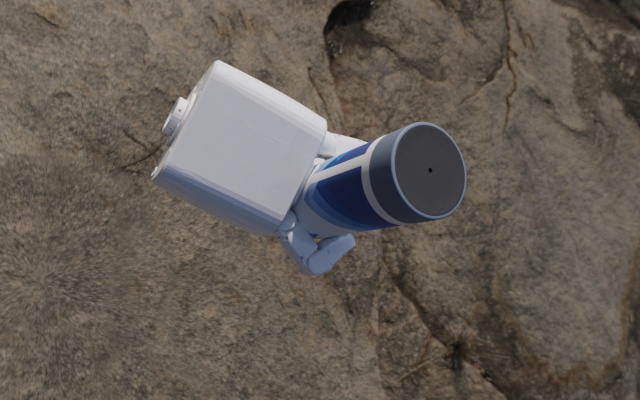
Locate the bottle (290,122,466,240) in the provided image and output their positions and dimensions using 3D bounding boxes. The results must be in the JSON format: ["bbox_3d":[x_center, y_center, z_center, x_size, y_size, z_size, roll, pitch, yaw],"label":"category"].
[{"bbox_3d":[0.000,0.001,0.442,0.069,0.069,0.296,0,-8,-30],"label":"bottle"}]
